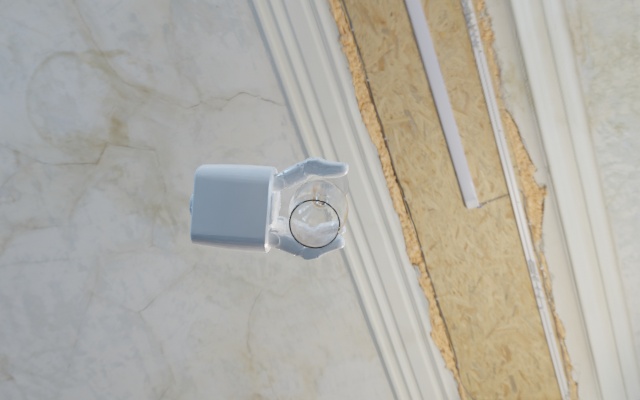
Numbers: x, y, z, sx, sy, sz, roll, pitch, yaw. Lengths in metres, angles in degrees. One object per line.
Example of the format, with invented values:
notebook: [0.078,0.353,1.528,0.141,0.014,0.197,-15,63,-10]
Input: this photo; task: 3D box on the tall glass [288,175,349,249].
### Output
tall glass: [0.000,0.002,0.660,0.079,0.079,0.201,0,15,4]
